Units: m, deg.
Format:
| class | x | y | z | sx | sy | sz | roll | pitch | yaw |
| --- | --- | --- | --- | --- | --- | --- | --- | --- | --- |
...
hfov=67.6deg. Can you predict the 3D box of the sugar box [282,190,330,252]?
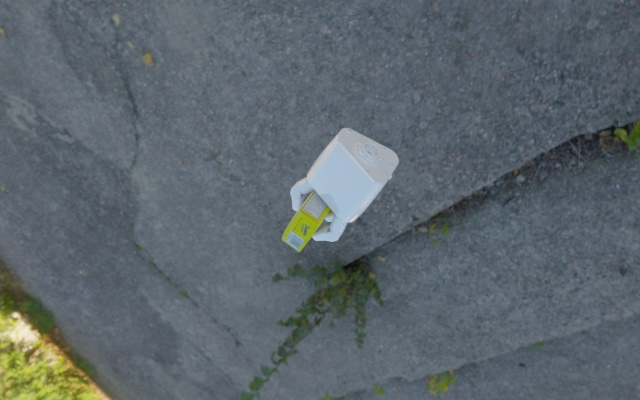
| class | x | y | z | sx | sy | sz | roll | pitch | yaw |
| --- | --- | --- | --- | --- | --- | --- | --- | --- | --- |
| sugar box | 0.001 | 0.003 | 0.857 | 0.176 | 0.048 | 0.093 | -52 | -3 | -44 |
